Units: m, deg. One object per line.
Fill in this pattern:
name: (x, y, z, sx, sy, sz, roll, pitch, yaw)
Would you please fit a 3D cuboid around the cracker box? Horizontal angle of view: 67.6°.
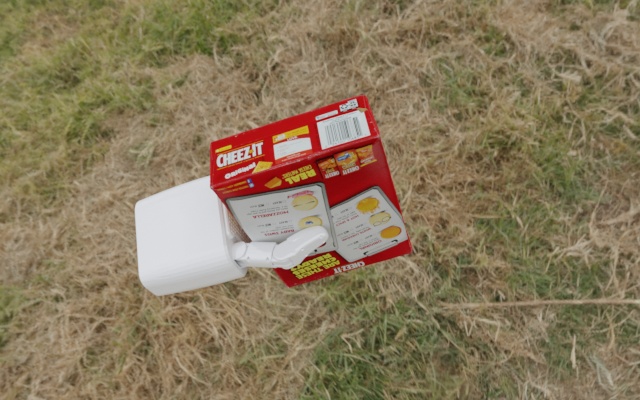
cracker box: (0.000, 0.002, 0.524, 0.164, 0.072, 0.214, -17, -38, 8)
